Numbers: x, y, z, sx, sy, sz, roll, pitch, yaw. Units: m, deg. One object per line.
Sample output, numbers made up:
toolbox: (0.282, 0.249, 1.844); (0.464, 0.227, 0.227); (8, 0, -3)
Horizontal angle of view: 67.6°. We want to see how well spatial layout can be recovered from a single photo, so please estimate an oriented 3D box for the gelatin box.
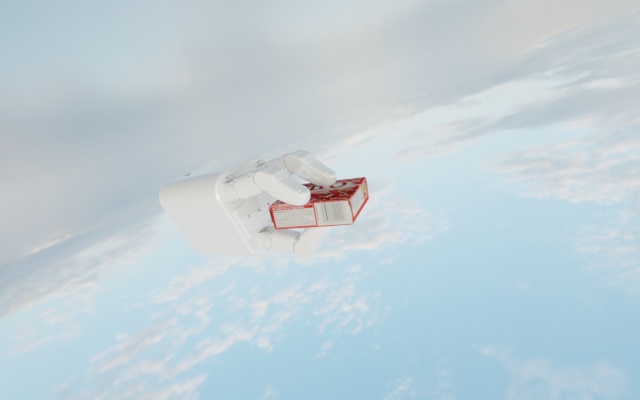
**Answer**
gelatin box: (0.000, 0.002, 0.508); (0.089, 0.030, 0.073); (-5, 18, 21)
